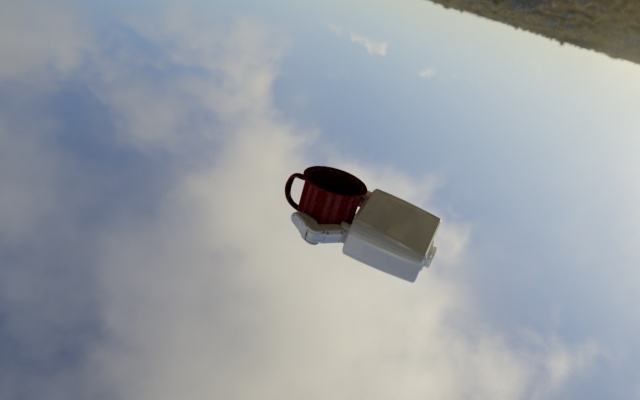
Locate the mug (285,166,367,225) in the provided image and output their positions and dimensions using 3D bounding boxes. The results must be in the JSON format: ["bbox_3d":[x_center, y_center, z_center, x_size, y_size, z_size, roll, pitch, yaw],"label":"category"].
[{"bbox_3d":[-0.001,0.002,0.684,0.117,0.081,0.093,23,26,14],"label":"mug"}]
